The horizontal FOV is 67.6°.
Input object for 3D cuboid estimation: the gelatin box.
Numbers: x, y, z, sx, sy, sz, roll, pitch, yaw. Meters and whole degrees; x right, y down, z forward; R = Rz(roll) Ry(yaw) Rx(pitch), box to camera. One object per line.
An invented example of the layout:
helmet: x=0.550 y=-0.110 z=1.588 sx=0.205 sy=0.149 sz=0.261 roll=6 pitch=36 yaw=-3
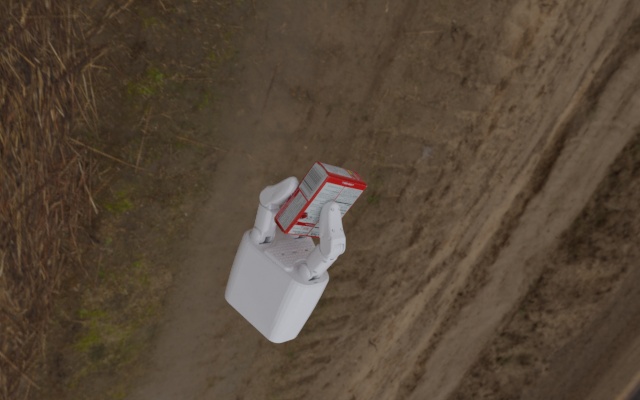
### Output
gelatin box: x=0.001 y=0.002 z=0.546 sx=0.073 sy=0.089 sz=0.030 roll=11 pitch=34 yaw=-49
